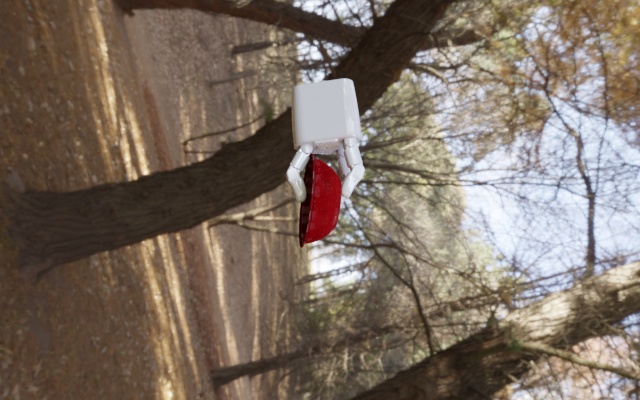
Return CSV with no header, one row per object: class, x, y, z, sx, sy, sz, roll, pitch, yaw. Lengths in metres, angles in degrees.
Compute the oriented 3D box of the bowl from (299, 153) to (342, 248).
bowl,0.000,0.004,0.812,0.055,0.162,0.162,7,-1,-8
